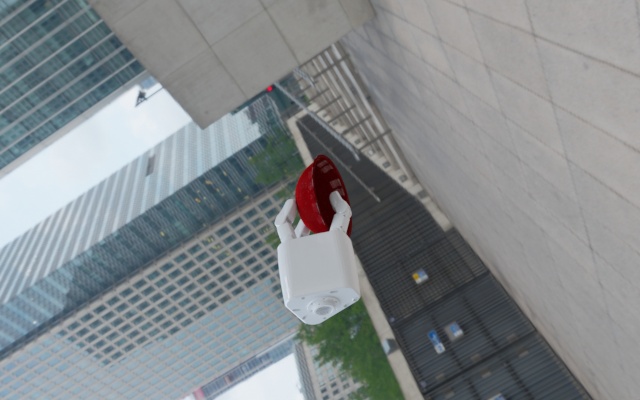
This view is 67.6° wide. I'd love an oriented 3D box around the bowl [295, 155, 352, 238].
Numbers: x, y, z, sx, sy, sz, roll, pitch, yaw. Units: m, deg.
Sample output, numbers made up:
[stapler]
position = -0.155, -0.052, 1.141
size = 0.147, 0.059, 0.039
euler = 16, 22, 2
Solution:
[bowl]
position = 0.000, 0.002, 0.849
size = 0.055, 0.162, 0.162
euler = -15, -6, 22
